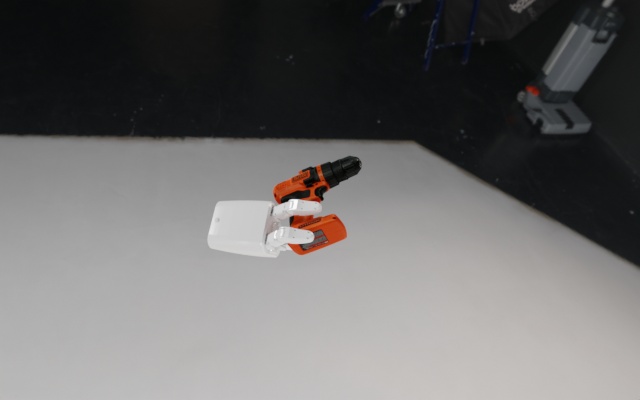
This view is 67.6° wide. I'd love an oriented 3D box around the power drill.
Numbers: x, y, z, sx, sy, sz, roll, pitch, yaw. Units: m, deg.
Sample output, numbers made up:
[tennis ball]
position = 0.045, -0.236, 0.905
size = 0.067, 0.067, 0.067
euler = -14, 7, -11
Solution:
[power drill]
position = 0.000, 0.003, 0.882
size = 0.184, 0.057, 0.187
euler = -23, 36, 13
